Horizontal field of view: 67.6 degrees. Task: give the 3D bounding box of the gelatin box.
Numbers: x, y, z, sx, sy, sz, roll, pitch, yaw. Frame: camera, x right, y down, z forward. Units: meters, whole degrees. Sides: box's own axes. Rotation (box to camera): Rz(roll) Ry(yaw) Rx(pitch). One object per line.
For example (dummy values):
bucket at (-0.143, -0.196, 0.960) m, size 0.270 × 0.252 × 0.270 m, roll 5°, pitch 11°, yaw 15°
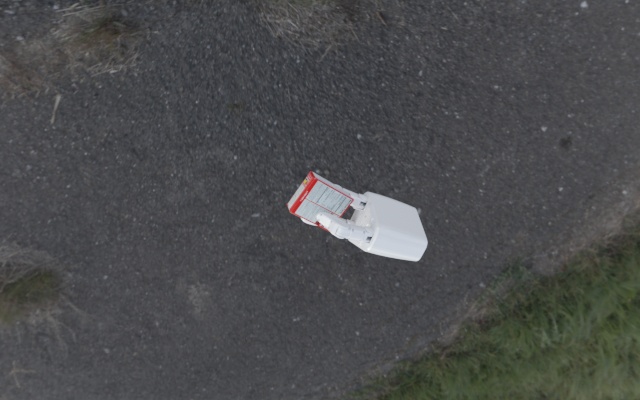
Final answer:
gelatin box at (0.000, 0.003, 0.807) m, size 0.089 × 0.073 × 0.030 m, roll 28°, pitch 17°, yaw -29°
